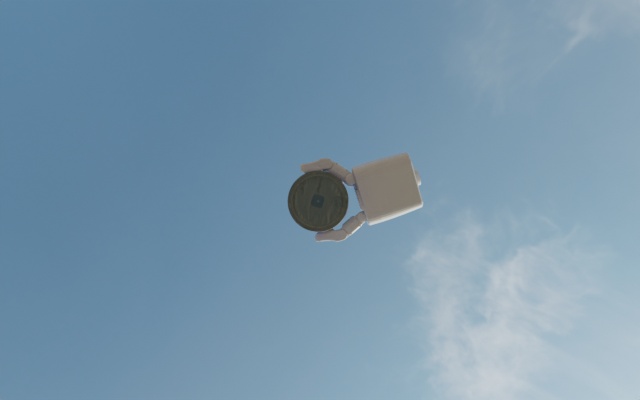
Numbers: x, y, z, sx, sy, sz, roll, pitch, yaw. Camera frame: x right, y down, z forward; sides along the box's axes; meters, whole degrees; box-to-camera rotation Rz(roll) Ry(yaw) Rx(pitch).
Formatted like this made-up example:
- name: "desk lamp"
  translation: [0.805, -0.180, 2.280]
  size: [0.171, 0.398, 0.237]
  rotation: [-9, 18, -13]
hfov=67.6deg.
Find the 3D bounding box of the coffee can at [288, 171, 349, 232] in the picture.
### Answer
- name: "coffee can"
  translation: [0.000, 0.003, 0.864]
  size: [0.103, 0.103, 0.140]
  rotation: [0, -1, 3]
